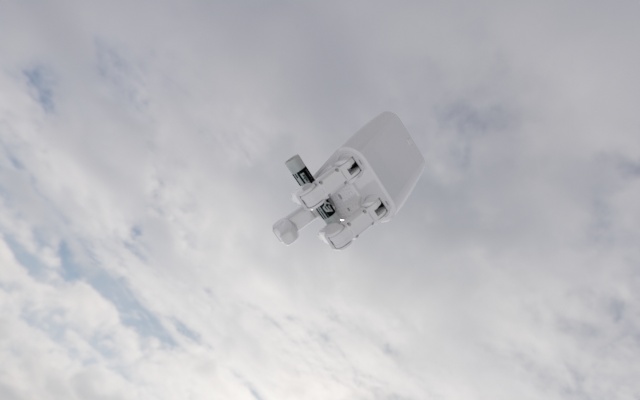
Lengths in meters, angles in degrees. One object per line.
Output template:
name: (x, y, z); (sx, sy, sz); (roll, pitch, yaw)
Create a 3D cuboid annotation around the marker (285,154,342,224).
marker: (0.000, 0.002, 0.547); (0.020, 0.121, 0.020); (-32, 15, 9)
